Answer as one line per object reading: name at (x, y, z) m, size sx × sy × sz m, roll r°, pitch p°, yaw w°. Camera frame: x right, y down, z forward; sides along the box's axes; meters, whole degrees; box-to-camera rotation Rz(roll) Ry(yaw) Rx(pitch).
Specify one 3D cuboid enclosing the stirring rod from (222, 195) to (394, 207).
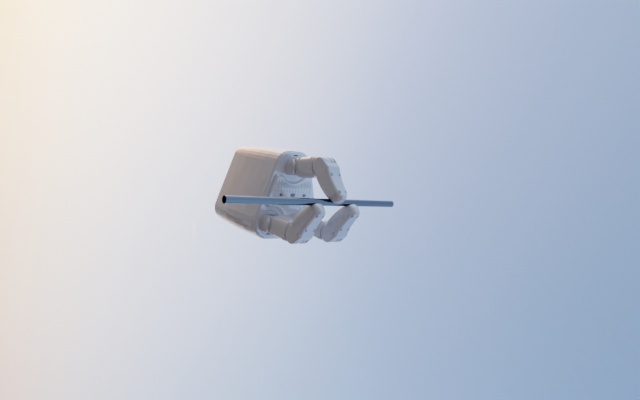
stirring rod at (0.000, 0.002, 0.522) m, size 0.239 × 0.011 × 0.011 m, roll 2°, pitch -1°, yaw -42°
